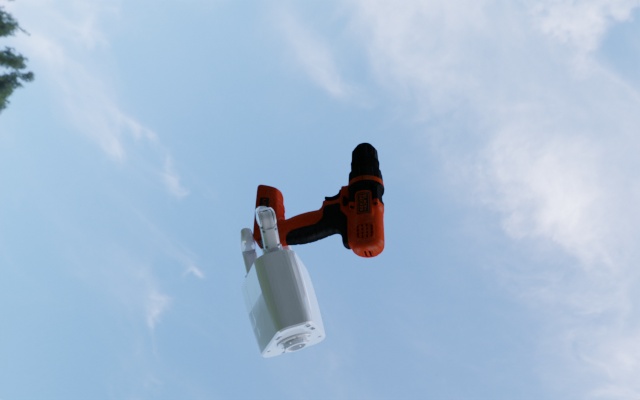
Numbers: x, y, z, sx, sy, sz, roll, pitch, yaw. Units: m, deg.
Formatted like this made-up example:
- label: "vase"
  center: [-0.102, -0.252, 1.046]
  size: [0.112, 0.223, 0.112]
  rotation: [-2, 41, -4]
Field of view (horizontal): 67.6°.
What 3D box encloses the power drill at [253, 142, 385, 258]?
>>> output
- label: "power drill"
  center: [0.000, 0.003, 0.693]
  size: [0.187, 0.184, 0.057]
  rotation: [-9, -36, 15]
